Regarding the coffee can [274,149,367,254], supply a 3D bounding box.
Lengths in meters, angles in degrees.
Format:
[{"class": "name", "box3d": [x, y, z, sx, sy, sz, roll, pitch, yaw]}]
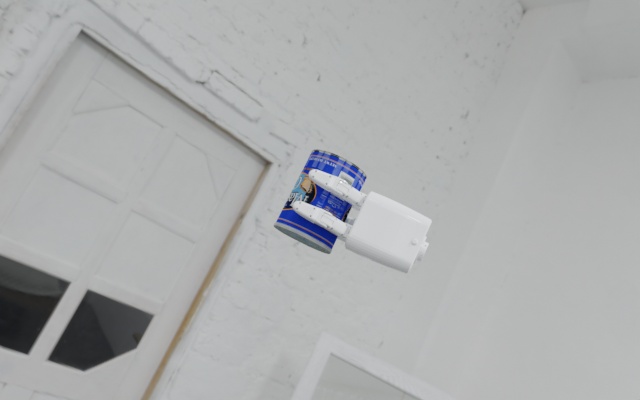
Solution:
[{"class": "coffee can", "box3d": [0.000, 0.003, 0.781, 0.103, 0.140, 0.103, 25, -10, 5]}]
